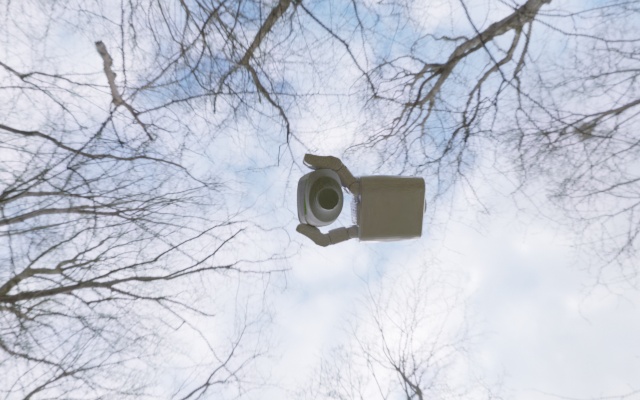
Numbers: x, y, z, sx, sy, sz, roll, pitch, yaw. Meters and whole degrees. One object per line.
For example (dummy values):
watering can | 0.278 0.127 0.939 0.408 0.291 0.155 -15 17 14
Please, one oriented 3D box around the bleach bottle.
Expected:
bleach bottle | 0.000 0.002 0.759 0.068 0.102 0.251 -3 2 -5
